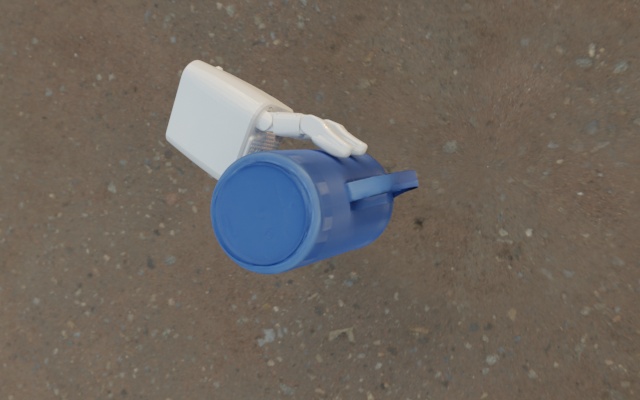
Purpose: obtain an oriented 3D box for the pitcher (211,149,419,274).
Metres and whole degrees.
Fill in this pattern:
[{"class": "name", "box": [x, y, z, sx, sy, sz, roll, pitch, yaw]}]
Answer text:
[{"class": "pitcher", "box": [0.000, 0.002, 0.514, 0.145, 0.149, 0.243, 33, 14, 15]}]
